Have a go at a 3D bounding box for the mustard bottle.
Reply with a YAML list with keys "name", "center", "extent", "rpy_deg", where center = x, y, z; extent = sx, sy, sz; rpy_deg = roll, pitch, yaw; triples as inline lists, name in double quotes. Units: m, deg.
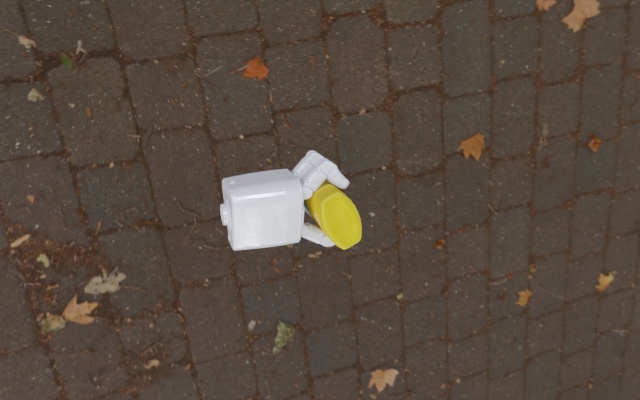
- name: "mustard bottle"
  center: [0.001, 0.003, 0.781]
  extent: [0.058, 0.096, 0.191]
  rpy_deg: [-31, 26, -8]
